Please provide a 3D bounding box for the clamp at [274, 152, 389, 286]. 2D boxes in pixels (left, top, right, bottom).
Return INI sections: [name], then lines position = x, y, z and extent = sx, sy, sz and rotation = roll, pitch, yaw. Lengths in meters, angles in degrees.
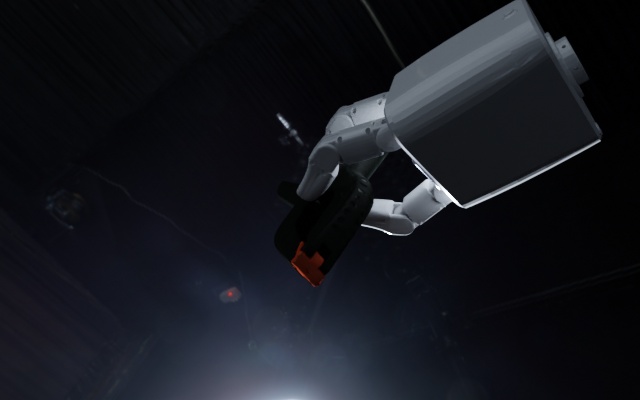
[clamp]
position = 0.001, 0.002, 0.424
extent = 0.164, 0.036, 0.209
rotation = -31, 21, 32
